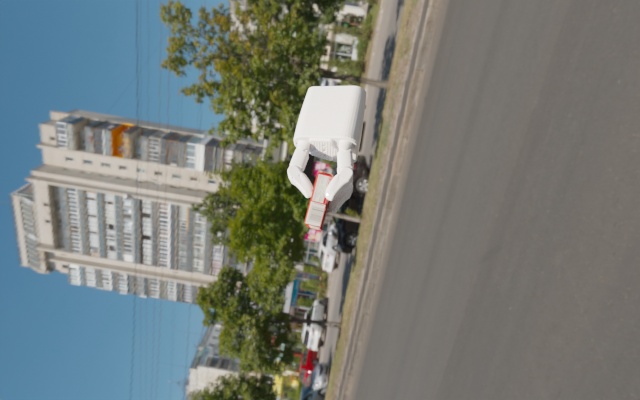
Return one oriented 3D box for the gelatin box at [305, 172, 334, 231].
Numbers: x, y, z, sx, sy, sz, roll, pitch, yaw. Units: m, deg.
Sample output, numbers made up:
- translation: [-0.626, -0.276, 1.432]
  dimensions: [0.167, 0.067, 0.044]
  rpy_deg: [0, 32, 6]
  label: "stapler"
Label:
- translation: [0.000, 0.003, 0.796]
  dimensions: [0.030, 0.089, 0.073]
  rpy_deg: [14, -7, 4]
  label: "gelatin box"
